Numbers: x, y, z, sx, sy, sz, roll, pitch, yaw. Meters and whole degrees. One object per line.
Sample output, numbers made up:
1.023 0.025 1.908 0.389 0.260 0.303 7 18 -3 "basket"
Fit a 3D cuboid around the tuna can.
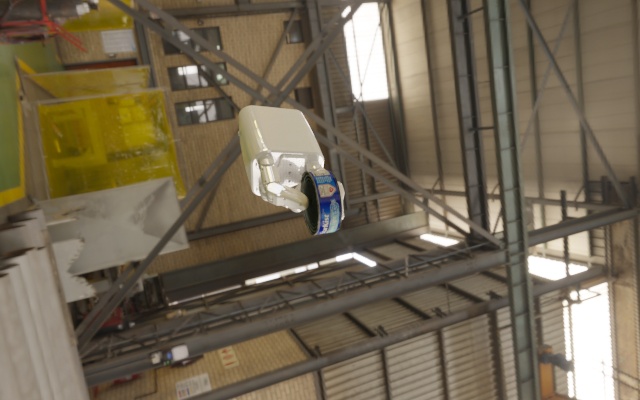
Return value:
0.001 0.002 0.637 0.034 0.086 0.086 -7 2 -16 "tuna can"
